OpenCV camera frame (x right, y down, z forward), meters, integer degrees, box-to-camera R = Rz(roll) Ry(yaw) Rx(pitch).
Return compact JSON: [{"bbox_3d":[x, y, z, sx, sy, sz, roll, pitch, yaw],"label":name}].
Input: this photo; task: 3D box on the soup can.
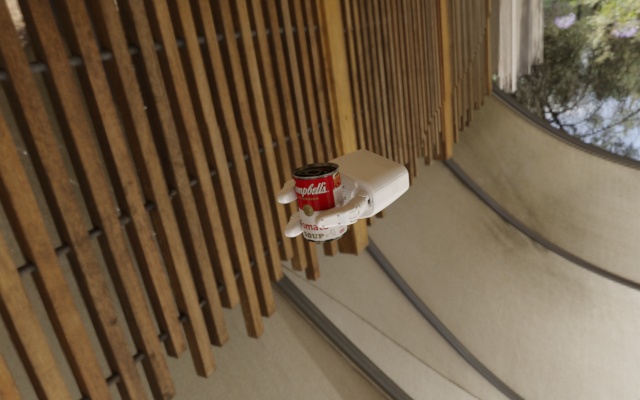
[{"bbox_3d":[0.000,0.003,0.701,0.068,0.102,0.068,-8,20,3],"label":"soup can"}]
